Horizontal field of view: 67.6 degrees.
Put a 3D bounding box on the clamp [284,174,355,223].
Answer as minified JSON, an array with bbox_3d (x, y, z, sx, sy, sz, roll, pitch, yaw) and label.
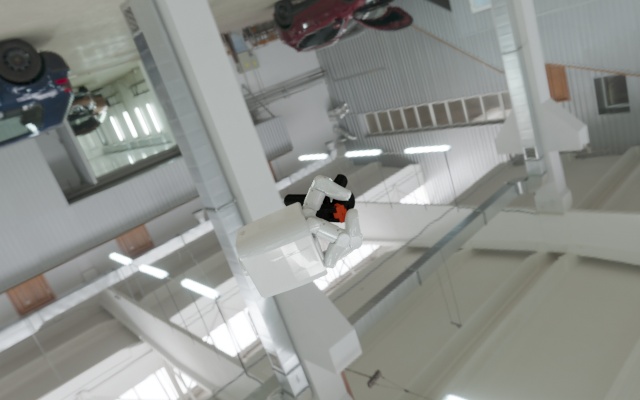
[{"bbox_3d":[0.000,0.003,0.791,0.120,0.039,0.171,-25,17,1],"label":"clamp"}]
